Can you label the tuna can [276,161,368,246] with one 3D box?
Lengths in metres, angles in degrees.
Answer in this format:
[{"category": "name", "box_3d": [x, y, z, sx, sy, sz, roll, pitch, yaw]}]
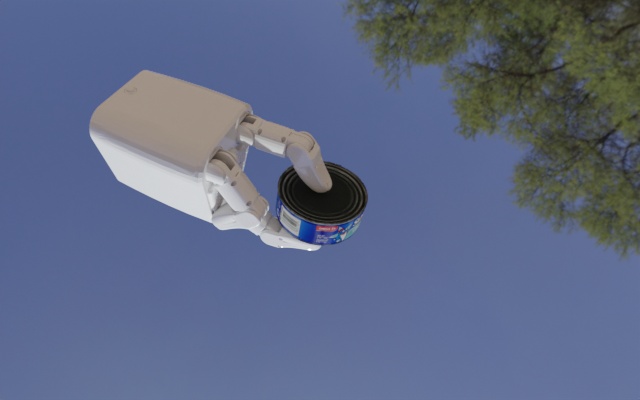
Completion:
[{"category": "tuna can", "box_3d": [0.000, 0.002, 0.458, 0.086, 0.034, 0.086, 6, 44, -6]}]
